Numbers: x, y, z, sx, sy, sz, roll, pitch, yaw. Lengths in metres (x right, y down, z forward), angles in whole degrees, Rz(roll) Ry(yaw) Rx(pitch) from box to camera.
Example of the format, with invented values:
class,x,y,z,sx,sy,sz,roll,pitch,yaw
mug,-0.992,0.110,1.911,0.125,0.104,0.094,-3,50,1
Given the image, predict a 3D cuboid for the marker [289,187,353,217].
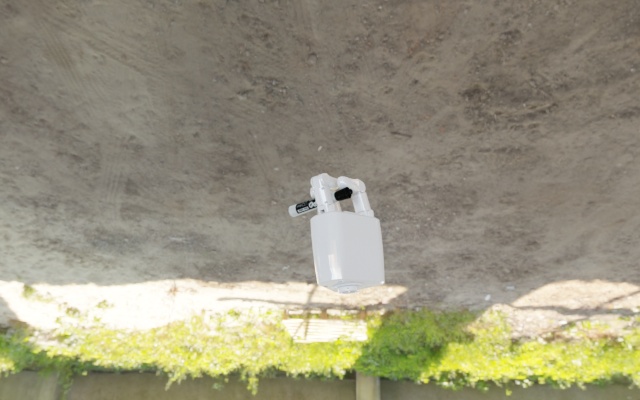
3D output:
class,x,y,z,sx,sy,sz,roll,pitch,yaw
marker,0.000,0.002,0.767,0.121,0.020,0.020,-19,-11,33
